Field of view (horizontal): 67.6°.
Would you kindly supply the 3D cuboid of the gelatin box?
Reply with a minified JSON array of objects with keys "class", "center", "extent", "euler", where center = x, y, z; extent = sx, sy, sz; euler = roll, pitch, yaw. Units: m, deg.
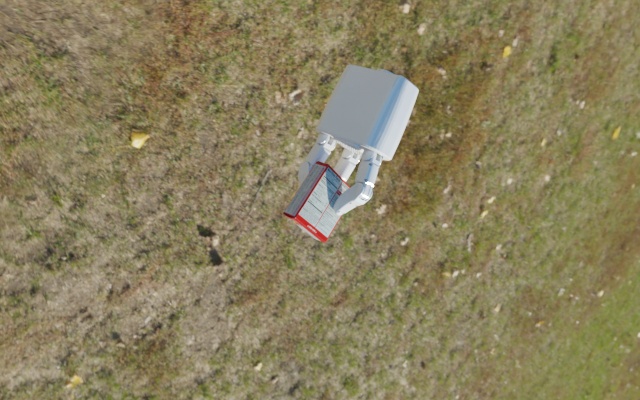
[{"class":"gelatin box","center":[0.000,0.003,0.660],"extent":[0.030,0.089,0.073],"euler":[19,-17,46]}]
